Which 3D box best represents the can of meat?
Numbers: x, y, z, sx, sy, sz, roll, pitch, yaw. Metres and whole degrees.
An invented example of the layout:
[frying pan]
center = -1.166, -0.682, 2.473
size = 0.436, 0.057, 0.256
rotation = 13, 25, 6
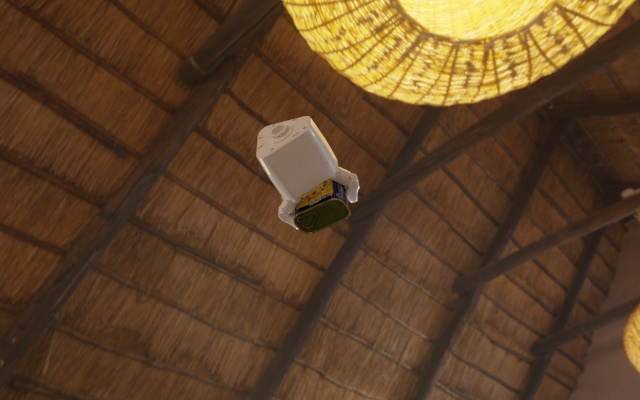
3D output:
[can of meat]
center = 0.000, 0.003, 0.887
size = 0.102, 0.083, 0.057
rotation = -24, -51, 17
